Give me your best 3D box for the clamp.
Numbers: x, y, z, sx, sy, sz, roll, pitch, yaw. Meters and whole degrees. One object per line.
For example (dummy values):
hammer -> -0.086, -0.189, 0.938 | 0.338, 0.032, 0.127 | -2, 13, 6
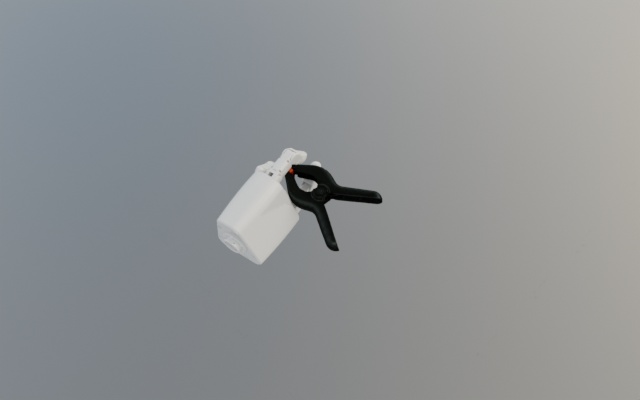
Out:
clamp -> 0.000, 0.002, 0.774 | 0.171, 0.120, 0.039 | 28, -25, 21
